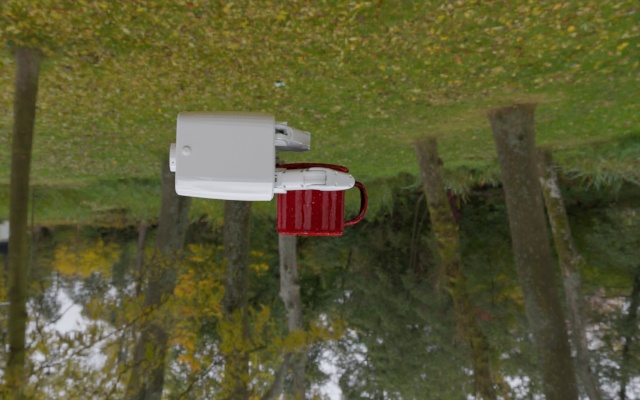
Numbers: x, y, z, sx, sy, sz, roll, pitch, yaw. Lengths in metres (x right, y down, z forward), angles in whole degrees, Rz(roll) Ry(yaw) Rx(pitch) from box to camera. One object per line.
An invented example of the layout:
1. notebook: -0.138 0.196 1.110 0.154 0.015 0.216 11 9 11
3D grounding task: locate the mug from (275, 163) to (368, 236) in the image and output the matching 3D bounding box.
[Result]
1. mug: 0.002 0.002 0.585 0.117 0.081 0.093 2 -5 -10
